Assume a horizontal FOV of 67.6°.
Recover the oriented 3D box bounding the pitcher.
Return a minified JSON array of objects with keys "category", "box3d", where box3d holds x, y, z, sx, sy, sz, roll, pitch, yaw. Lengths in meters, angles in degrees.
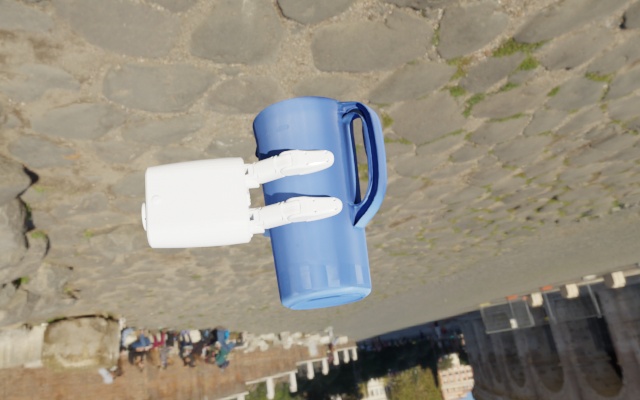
[{"category":"pitcher","box3d":[0.000,0.002,0.586,0.145,0.242,0.149,-4,-19,-12]}]
